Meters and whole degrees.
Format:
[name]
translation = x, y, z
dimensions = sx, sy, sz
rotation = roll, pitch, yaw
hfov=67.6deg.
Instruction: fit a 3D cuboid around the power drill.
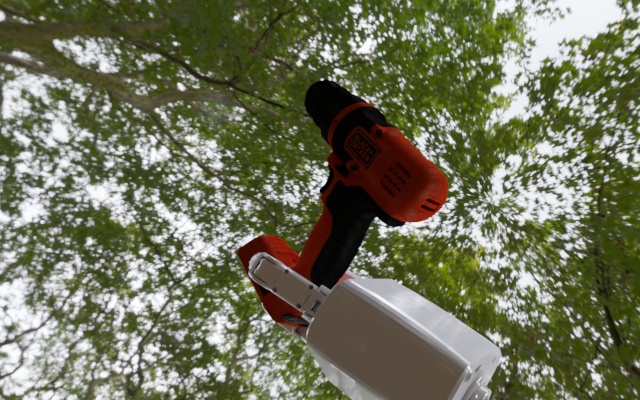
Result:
[power drill]
translation = 0.000, 0.002, 0.421
dimensions = 0.057, 0.188, 0.184
rotation = 16, 26, -40
